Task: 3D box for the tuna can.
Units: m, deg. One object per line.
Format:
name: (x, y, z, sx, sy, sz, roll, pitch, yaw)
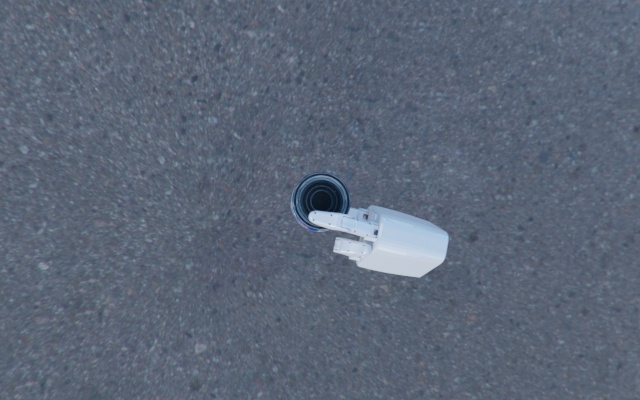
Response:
tuna can: (0.000, 0.002, 0.692, 0.086, 0.086, 0.034, 0, -5, -7)
